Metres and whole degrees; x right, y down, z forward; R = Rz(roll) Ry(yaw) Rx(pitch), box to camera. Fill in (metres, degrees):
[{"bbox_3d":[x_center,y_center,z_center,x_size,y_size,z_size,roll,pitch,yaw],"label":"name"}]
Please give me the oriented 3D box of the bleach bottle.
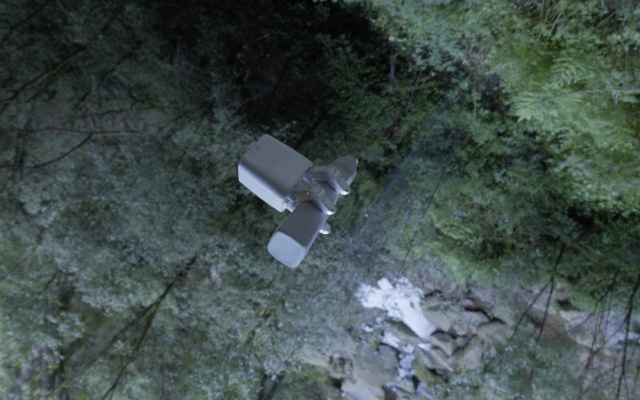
[{"bbox_3d":[0.000,0.003,0.896,0.068,0.250,0.103,35,-36,3],"label":"bleach bottle"}]
